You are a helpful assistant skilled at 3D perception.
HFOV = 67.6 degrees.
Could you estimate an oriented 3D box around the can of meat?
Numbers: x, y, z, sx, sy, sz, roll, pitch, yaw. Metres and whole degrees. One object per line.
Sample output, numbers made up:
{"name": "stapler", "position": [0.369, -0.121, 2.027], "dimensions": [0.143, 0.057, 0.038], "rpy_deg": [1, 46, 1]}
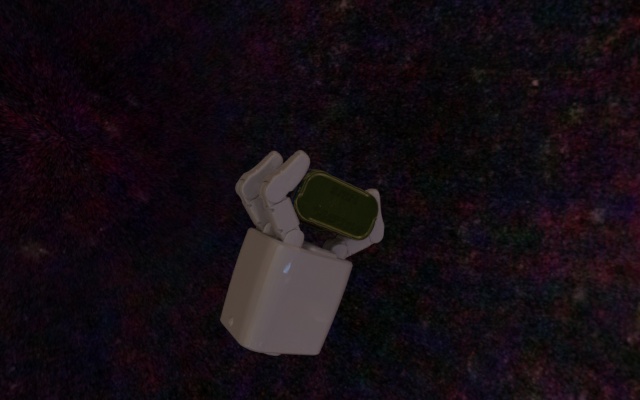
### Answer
{"name": "can of meat", "position": [0.000, 0.002, 0.511], "dimensions": [0.102, 0.057, 0.084], "rpy_deg": [23, -4, -29]}
